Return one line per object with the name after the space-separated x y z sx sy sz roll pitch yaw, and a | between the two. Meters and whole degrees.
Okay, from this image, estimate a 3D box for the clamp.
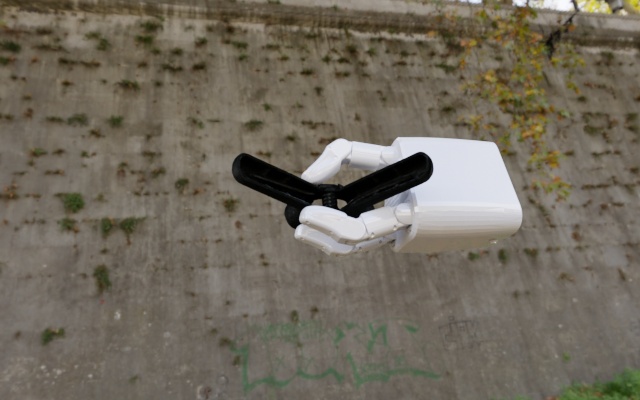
0.000 0.001 0.471 0.164 0.036 0.210 3 -20 -6 | clamp
